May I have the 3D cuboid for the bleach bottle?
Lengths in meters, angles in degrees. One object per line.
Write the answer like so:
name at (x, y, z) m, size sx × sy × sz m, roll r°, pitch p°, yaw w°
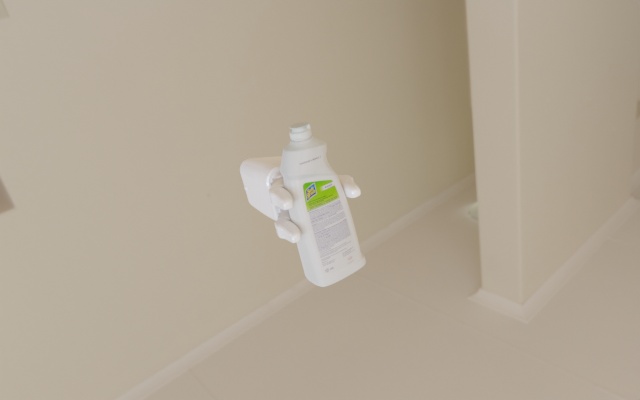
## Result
bleach bottle at (0.000, 0.002, 0.727) m, size 0.102 × 0.251 × 0.068 m, roll -25°, pitch 27°, yaw -28°
